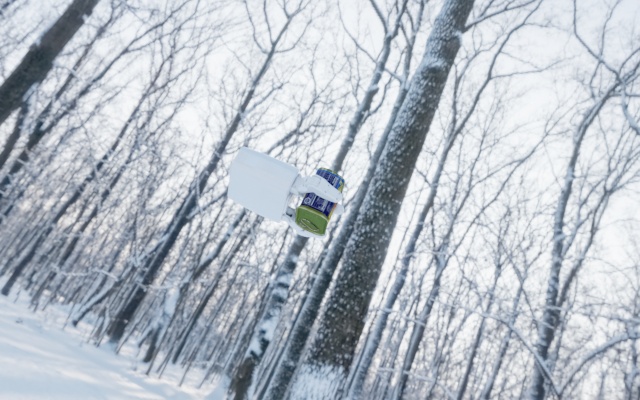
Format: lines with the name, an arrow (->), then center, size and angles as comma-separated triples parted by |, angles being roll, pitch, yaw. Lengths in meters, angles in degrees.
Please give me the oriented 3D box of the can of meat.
can of meat -> 0.000, 0.002, 0.816 | 0.057, 0.084, 0.102 | 24, -21, 5
